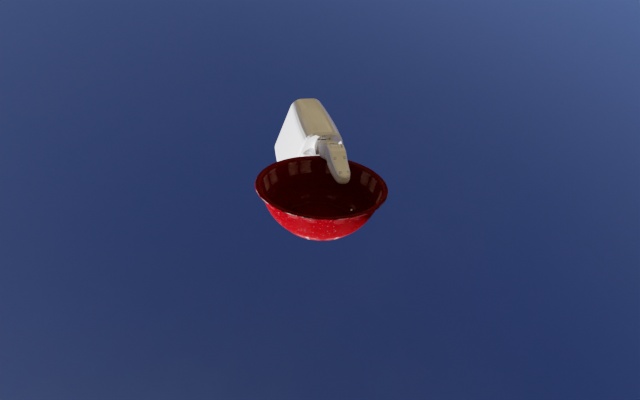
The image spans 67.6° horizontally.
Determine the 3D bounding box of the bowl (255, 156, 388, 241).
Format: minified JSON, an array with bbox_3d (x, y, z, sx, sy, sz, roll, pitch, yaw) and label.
[{"bbox_3d":[0.000,0.003,0.593,0.162,0.055,0.162,3,29,-2],"label":"bowl"}]
